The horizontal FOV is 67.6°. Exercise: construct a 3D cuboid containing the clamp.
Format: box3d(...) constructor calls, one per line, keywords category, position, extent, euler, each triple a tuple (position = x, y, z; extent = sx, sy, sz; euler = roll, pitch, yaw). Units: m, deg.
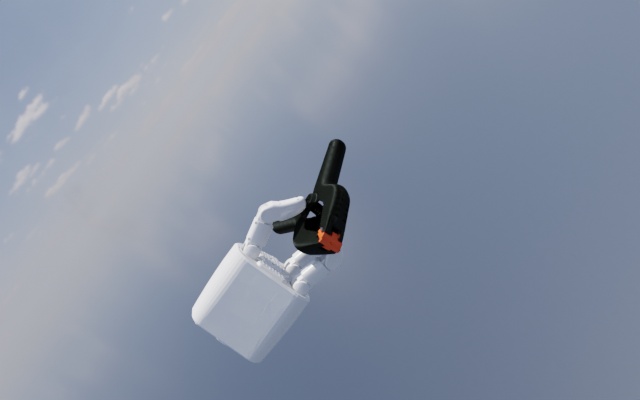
box3d(category="clamp", position=(-0.001, 0.002, 0.609), extent=(0.036, 0.164, 0.210), euler=(32, 6, -19))
